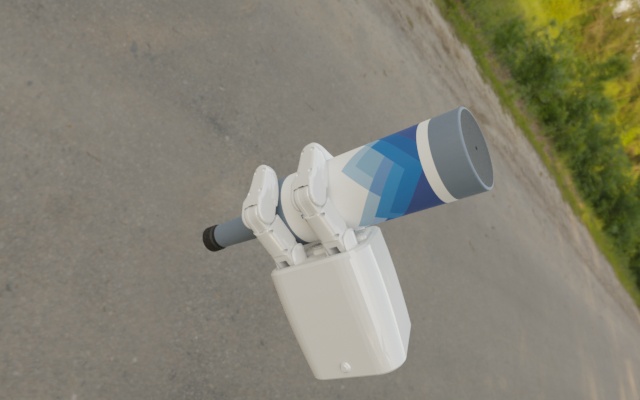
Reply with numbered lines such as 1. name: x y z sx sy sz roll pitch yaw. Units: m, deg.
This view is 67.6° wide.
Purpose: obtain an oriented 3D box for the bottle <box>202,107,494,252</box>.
1. bottle: 0.000 0.001 0.436 0.296 0.069 0.069 -19 -11 33
